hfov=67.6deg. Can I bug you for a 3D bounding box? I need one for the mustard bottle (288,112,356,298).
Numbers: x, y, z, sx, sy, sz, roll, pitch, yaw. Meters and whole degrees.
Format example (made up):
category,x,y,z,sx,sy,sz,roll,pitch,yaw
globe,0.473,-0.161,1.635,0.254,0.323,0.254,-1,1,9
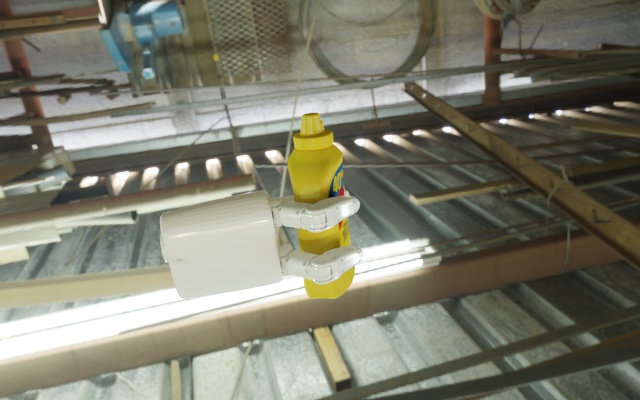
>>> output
category,x,y,z,sx,sy,sz,roll,pitch,yaw
mustard bottle,0.000,0.002,0.516,0.058,0.192,0.096,-2,20,15
